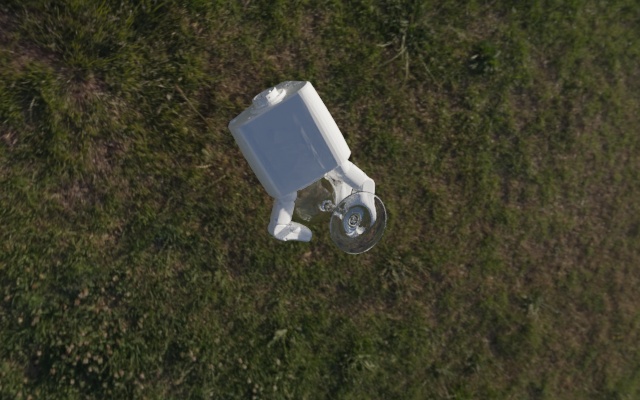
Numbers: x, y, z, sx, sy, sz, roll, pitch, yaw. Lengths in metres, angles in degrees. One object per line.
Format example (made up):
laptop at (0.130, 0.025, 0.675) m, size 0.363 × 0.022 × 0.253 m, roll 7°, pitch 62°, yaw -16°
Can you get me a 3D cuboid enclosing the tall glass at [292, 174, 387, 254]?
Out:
tall glass at (0.000, 0.002, 0.628) m, size 0.079 × 0.079 × 0.201 m, roll 0°, pitch 13°, yaw -27°
